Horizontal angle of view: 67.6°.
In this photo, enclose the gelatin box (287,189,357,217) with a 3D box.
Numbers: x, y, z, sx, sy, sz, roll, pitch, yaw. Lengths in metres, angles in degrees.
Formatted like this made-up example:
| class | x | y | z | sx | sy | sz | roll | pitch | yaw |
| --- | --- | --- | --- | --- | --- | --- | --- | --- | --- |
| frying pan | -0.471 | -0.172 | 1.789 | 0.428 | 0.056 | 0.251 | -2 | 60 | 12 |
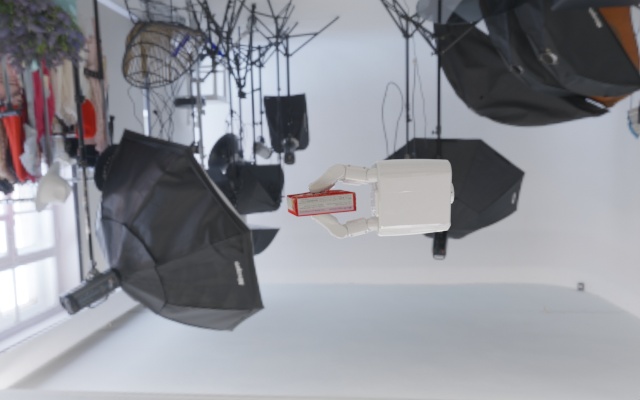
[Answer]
| class | x | y | z | sx | sy | sz | roll | pitch | yaw |
| --- | --- | --- | --- | --- | --- | --- | --- | --- | --- |
| gelatin box | 0.000 | 0.003 | 0.697 | 0.089 | 0.030 | 0.073 | -6 | 6 | -13 |
